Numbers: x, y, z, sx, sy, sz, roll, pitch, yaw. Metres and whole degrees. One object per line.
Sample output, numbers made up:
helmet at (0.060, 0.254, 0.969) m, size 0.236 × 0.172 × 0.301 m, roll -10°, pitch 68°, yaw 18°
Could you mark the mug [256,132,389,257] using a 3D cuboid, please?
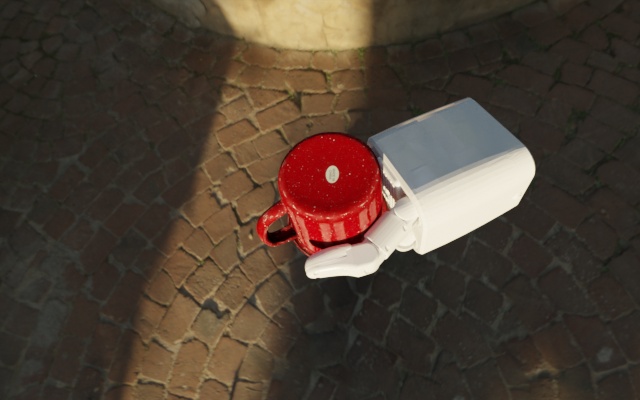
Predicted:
mug at (-0.001, 0.002, 0.400) m, size 0.117 × 0.093 × 0.081 m, roll -25°, pitch -27°, yaw -5°
